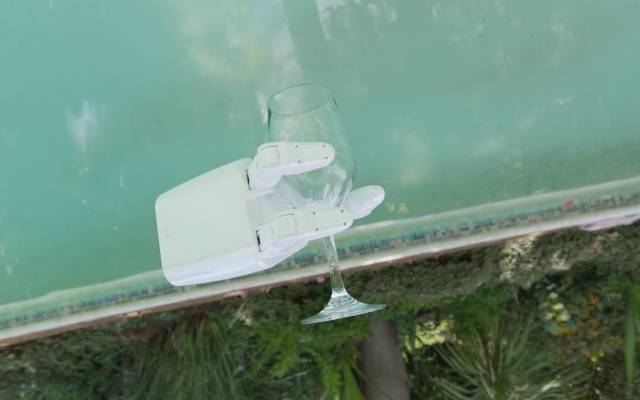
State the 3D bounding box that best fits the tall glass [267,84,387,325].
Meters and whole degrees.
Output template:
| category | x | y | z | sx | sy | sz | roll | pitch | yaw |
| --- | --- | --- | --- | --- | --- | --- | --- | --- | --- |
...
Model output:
| category | x | y | z | sx | sy | sz | roll | pitch | yaw |
| --- | --- | --- | --- | --- | --- | --- | --- | --- | --- |
| tall glass | 0.000 | 0.002 | 0.422 | 0.079 | 0.201 | 0.079 | -11 | -12 | -2 |
